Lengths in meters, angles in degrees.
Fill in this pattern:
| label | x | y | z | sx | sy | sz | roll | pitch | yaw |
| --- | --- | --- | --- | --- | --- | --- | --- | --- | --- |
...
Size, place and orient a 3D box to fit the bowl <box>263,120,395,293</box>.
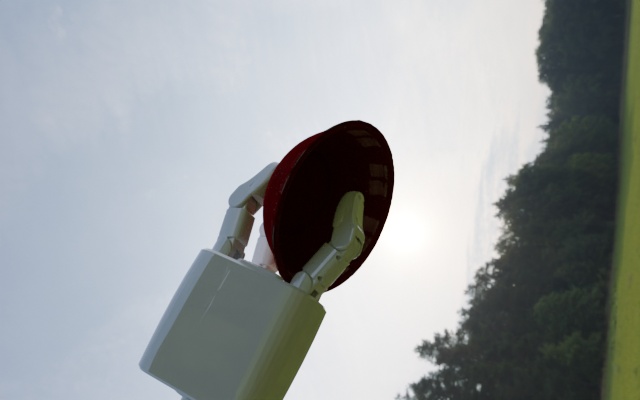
| label | x | y | z | sx | sy | sz | roll | pitch | yaw |
| --- | --- | --- | --- | --- | --- | --- | --- | --- | --- |
| bowl | 0.001 | 0.000 | 0.439 | 0.055 | 0.162 | 0.162 | 23 | 15 | 38 |
